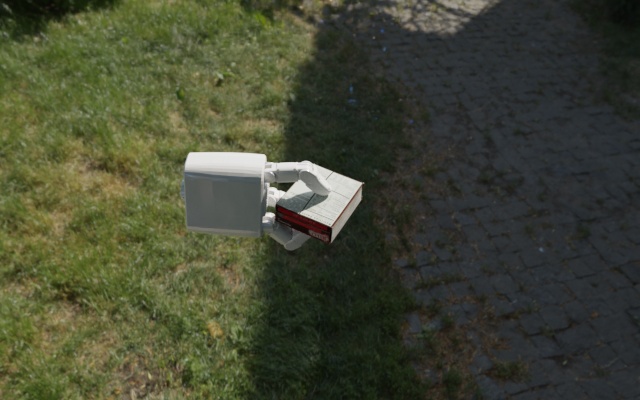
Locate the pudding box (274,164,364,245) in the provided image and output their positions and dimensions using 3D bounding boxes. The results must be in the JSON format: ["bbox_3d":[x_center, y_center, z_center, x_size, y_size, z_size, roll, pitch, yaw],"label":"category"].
[{"bbox_3d":[0.000,0.002,0.688,0.090,0.039,0.113,23,47,17],"label":"pudding box"}]
